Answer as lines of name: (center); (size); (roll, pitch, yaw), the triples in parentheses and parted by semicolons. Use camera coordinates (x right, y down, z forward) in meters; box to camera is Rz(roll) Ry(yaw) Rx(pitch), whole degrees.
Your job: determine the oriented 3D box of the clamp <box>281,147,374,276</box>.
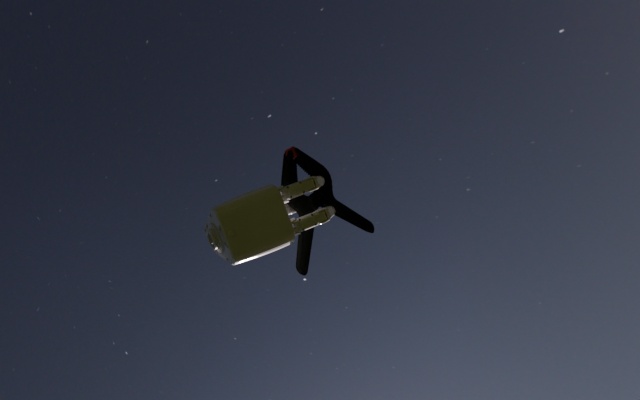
clamp: (-0.001, 0.002, 0.826); (0.164, 0.210, 0.036); (-22, 5, -26)
